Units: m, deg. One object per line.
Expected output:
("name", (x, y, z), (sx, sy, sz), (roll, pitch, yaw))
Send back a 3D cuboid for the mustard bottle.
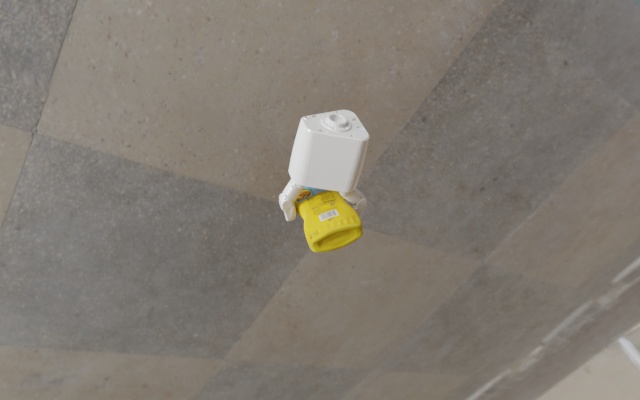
("mustard bottle", (0.000, 0.003, 0.862), (0.096, 0.058, 0.191), (-20, 46, -5))
